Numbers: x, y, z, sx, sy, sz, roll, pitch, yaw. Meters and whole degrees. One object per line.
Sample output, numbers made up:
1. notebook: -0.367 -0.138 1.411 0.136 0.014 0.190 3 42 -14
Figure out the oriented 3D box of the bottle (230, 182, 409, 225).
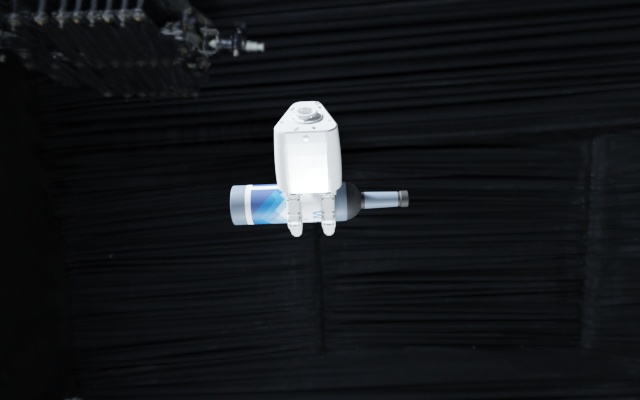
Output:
1. bottle: 0.000 0.003 0.810 0.296 0.069 0.069 -2 0 1
